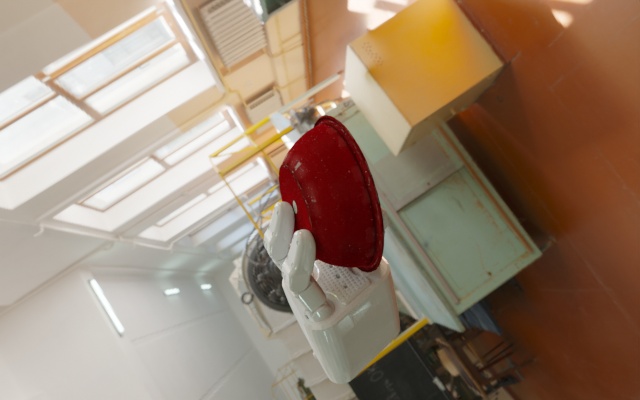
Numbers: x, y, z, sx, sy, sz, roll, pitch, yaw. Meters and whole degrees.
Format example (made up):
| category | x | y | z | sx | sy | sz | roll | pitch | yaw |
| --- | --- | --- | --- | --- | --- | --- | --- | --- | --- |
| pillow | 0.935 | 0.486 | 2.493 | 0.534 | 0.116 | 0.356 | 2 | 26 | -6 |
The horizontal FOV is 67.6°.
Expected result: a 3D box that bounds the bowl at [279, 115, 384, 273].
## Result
| category | x | y | z | sx | sy | sz | roll | pitch | yaw |
| --- | --- | --- | --- | --- | --- | --- | --- | --- | --- |
| bowl | -0.001 | 0.000 | 0.469 | 0.055 | 0.162 | 0.162 | -17 | 5 | -17 |
